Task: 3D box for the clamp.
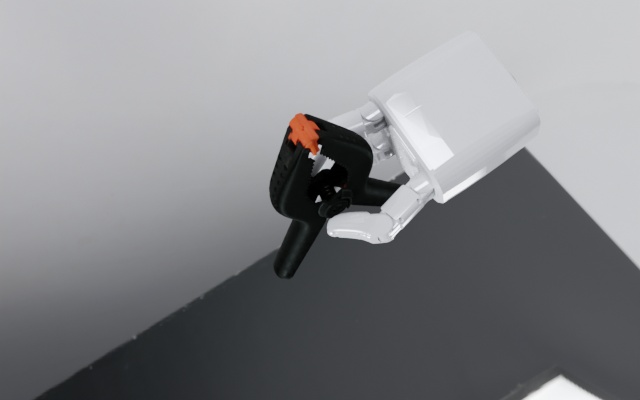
[{"bbox_3d":[0.001,0.002,0.427,0.164,0.036,0.210,-35,-28,1],"label":"clamp"}]
